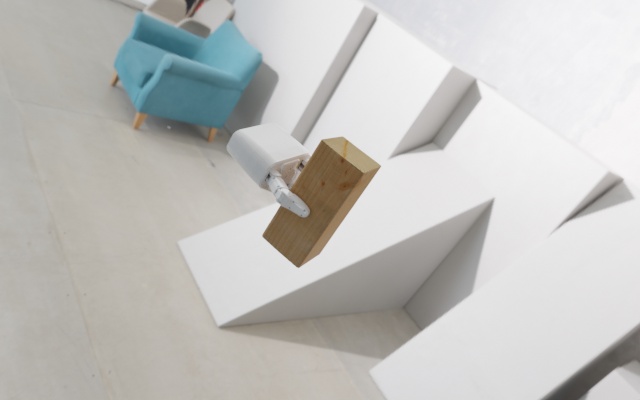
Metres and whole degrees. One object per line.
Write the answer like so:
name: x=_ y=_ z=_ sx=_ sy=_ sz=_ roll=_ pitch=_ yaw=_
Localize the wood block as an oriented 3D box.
wood block: x=0.000 y=0.002 z=0.814 sx=0.090 sy=0.206 sz=0.091 roll=40 pitch=25 yaw=14
